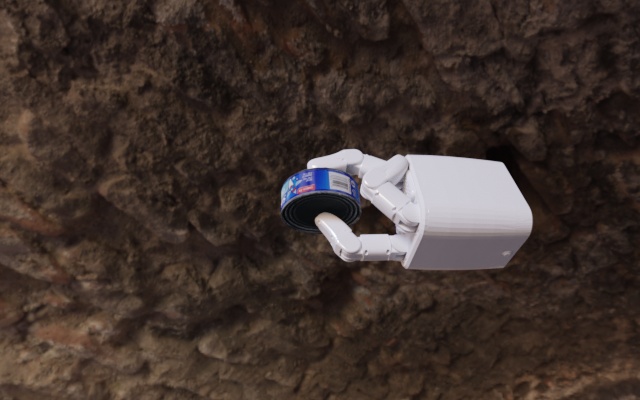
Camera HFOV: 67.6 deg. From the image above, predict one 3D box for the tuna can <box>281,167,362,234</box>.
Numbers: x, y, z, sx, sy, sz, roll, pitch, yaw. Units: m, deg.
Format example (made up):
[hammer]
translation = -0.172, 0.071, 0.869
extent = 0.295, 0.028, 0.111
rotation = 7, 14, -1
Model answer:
[tuna can]
translation = 0.000, 0.001, 0.515
extent = 0.086, 0.033, 0.086
rotation = -2, -32, -1
